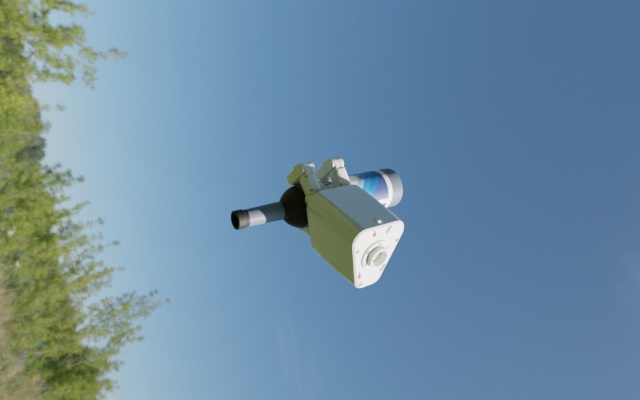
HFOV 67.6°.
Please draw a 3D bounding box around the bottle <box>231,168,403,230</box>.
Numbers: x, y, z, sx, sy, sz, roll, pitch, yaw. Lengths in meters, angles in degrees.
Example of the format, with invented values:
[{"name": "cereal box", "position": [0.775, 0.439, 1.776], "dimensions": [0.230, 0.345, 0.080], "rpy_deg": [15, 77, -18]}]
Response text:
[{"name": "bottle", "position": [0.000, 0.002, 0.744], "dimensions": [0.295, 0.069, 0.069], "rpy_deg": [-12, 7, -34]}]
